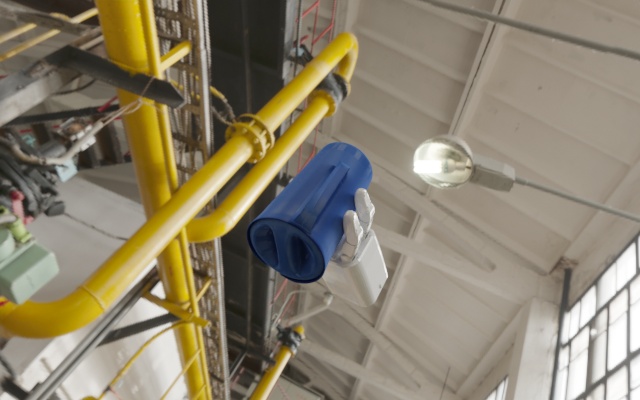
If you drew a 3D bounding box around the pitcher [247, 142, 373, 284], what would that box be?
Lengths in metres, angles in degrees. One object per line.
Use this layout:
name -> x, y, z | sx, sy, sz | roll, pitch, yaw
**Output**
pitcher -> 0.000, 0.003, 0.781 | 0.149, 0.145, 0.242 | -1, 37, 34
